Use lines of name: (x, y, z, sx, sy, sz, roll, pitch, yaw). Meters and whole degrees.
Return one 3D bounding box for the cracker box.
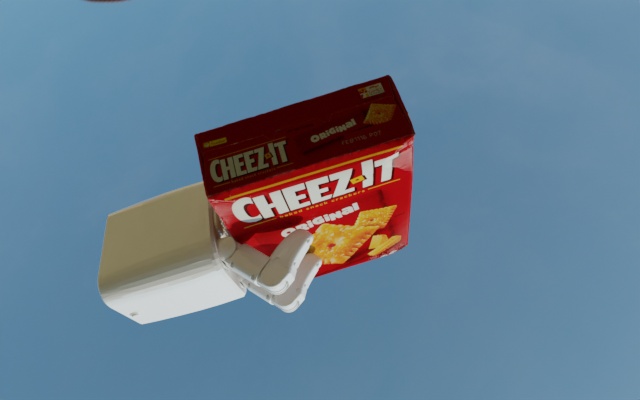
cracker box: (0.000, 0.001, 0.450, 0.164, 0.072, 0.214, -18, -29, -1)
